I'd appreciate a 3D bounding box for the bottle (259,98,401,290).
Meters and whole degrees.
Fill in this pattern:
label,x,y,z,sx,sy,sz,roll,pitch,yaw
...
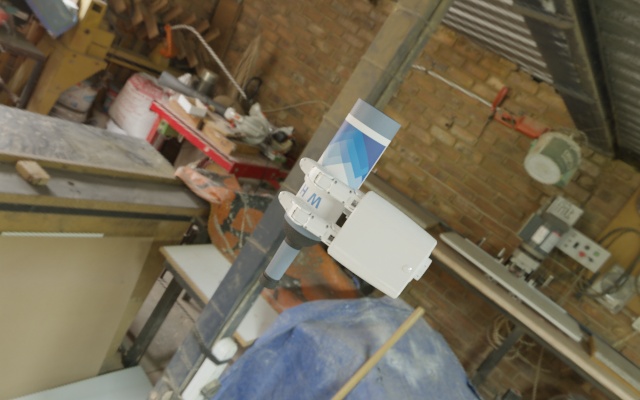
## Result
label,x,y,z,sx,sy,sz,roll,pitch,yaw
bottle,0.000,0.002,0.662,0.069,0.296,0.069,31,14,-8
